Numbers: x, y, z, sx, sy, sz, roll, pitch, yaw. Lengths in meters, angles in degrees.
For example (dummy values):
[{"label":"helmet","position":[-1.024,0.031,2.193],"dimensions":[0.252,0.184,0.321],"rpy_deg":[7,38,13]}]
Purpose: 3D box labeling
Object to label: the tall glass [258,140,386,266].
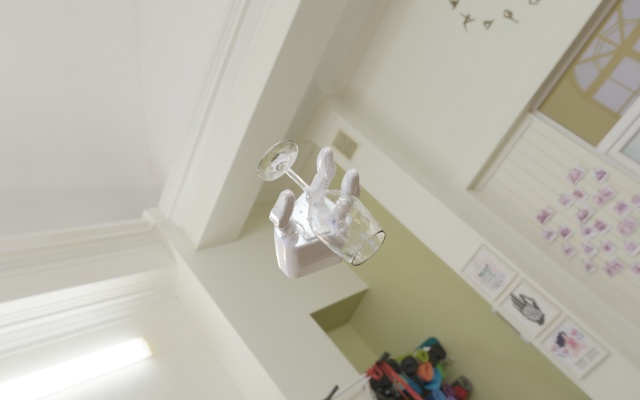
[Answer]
[{"label":"tall glass","position":[0.000,0.002,0.672],"dimensions":[0.201,0.079,0.079],"rpy_deg":[44,23,27]}]
